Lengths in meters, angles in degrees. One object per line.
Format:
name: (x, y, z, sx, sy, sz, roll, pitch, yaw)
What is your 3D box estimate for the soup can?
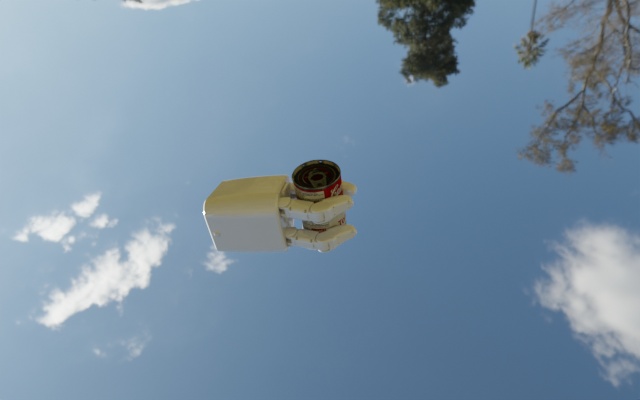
soup can: (0.001, 0.002, 0.684, 0.068, 0.102, 0.068, -6, 38, 4)
